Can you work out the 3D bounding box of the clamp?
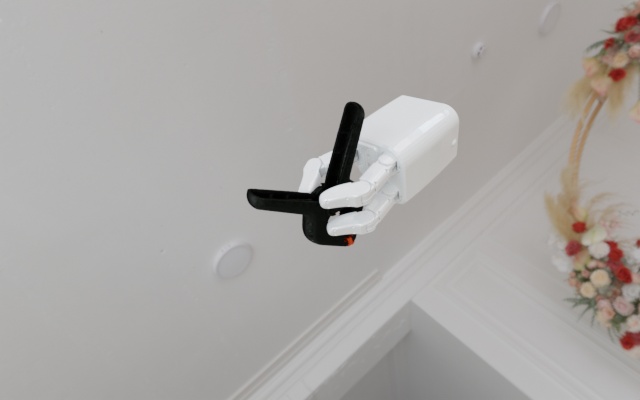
[{"bbox_3d":[0.000,0.002,0.581,0.164,0.210,0.036,-37,53,-18],"label":"clamp"}]
